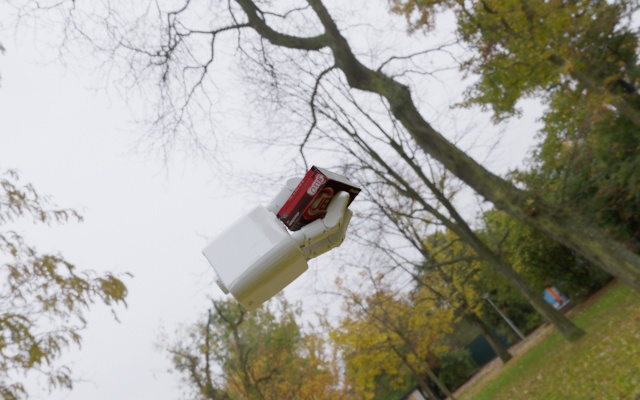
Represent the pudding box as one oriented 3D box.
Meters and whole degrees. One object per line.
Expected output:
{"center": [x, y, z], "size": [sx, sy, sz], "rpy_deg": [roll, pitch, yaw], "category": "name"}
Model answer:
{"center": [0.000, 0.002, 0.678], "size": [0.039, 0.090, 0.113], "rpy_deg": [44, 15, 23], "category": "pudding box"}
